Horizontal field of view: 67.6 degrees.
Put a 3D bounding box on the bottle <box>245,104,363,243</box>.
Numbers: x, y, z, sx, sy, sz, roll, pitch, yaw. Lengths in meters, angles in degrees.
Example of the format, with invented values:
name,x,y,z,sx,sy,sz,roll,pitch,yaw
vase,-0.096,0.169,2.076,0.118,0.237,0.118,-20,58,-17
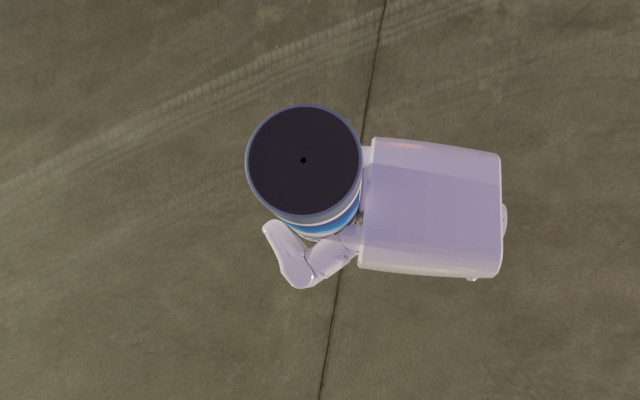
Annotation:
name,x,y,z,sx,sy,sz,roll,pitch,yaw
bottle,0.000,0.001,0.409,0.069,0.069,0.296,0,-9,4
